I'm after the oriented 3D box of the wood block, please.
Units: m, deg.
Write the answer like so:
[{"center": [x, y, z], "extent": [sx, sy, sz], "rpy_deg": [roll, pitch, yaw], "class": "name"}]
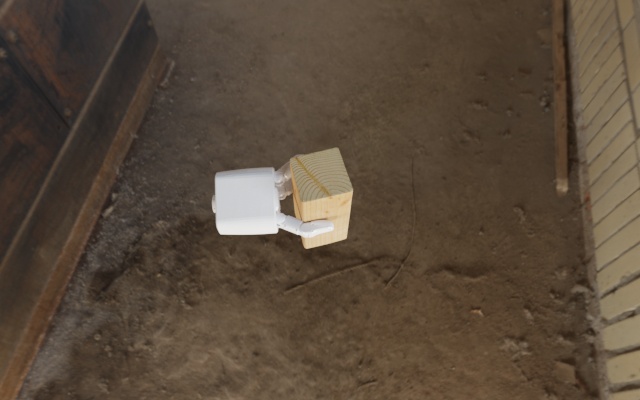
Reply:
[{"center": [0.000, 0.003, 0.889], "extent": [0.090, 0.090, 0.206], "rpy_deg": [-13, -26, -7], "class": "wood block"}]
